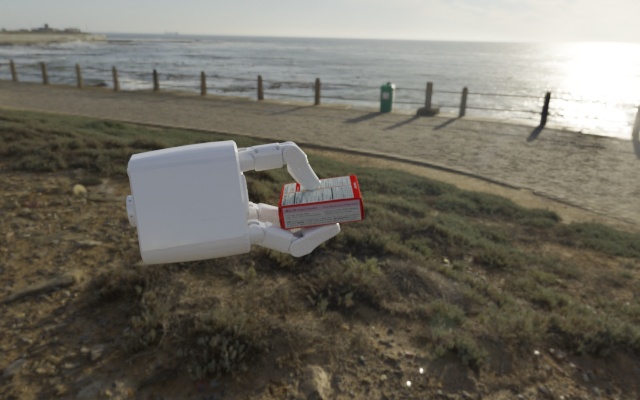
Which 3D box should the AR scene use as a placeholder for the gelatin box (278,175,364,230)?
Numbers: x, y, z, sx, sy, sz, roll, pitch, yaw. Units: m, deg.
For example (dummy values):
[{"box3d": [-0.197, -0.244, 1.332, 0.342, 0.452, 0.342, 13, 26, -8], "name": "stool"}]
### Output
[{"box3d": [0.000, 0.001, 0.525, 0.089, 0.030, 0.073, -8, 21, 2], "name": "gelatin box"}]
